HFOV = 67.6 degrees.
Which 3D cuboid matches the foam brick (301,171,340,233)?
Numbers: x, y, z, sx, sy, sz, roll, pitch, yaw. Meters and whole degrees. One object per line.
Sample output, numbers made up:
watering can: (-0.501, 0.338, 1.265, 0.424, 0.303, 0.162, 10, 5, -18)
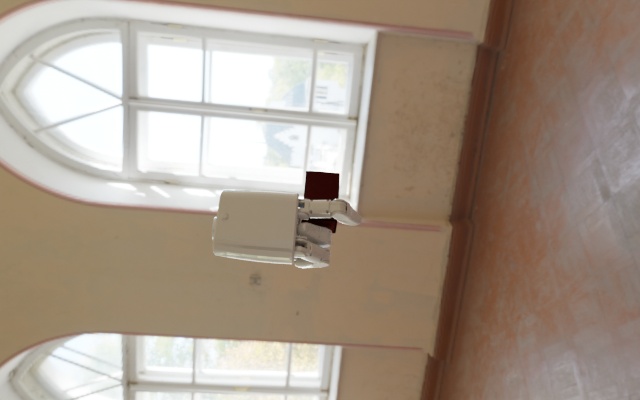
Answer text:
foam brick: (0.000, 0.002, 0.695, 0.051, 0.078, 0.053, 4, -24, 0)
